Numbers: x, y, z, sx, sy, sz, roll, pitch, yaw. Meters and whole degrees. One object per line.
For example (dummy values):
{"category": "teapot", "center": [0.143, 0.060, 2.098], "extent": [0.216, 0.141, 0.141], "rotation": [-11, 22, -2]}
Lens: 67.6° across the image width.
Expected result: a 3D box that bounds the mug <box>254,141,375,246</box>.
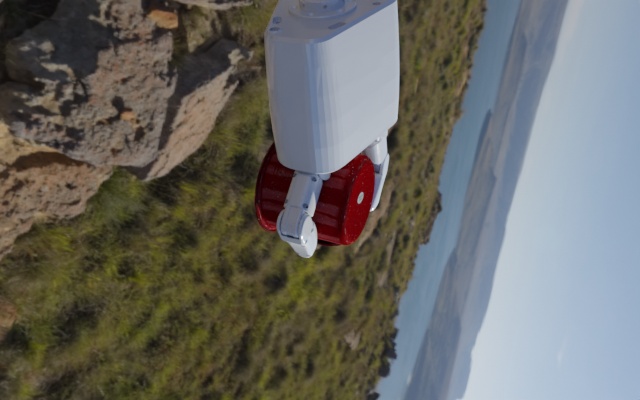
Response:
{"category": "mug", "center": [0.000, 0.003, 0.440], "extent": [0.081, 0.117, 0.093], "rotation": [13, 46, 21]}
